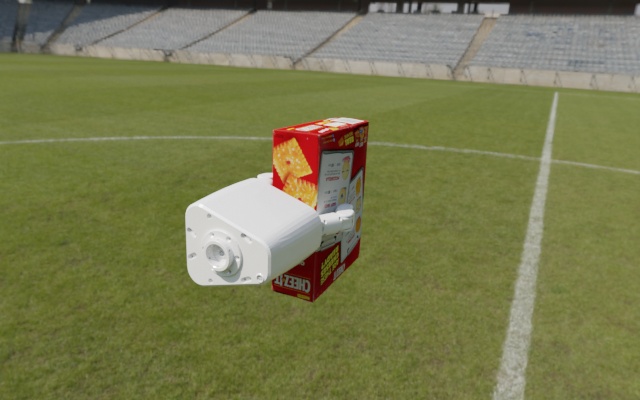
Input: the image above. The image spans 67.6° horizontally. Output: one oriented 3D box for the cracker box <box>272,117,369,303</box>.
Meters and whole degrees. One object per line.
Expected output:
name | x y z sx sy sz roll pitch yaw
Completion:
cracker box | 0.000 0.002 0.647 0.072 0.214 0.164 11 19 24
